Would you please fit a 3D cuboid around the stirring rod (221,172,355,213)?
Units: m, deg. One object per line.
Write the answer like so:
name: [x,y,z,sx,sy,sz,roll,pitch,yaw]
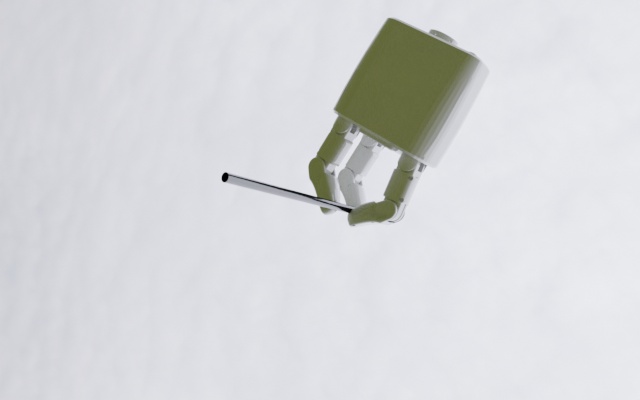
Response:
stirring rod: [0.000,0.001,0.449,0.011,0.011,0.239,0,-9,37]
